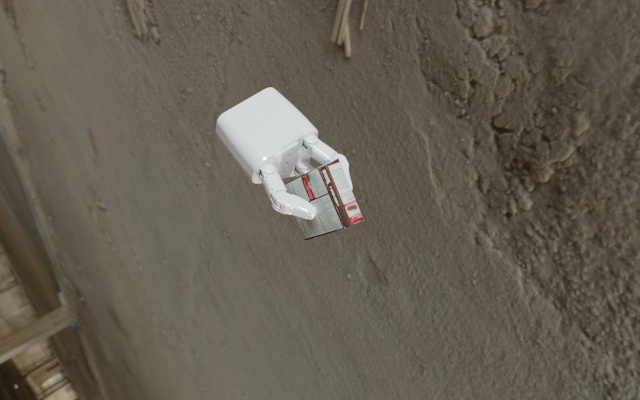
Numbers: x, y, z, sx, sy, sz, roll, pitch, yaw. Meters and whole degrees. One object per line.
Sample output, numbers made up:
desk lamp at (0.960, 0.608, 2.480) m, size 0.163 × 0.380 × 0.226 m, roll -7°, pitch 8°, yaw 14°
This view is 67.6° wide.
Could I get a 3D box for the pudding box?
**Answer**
pudding box at (0.000, 0.002, 0.660) m, size 0.039 × 0.090 × 0.113 m, roll -24°, pitch 1°, yaw -32°
